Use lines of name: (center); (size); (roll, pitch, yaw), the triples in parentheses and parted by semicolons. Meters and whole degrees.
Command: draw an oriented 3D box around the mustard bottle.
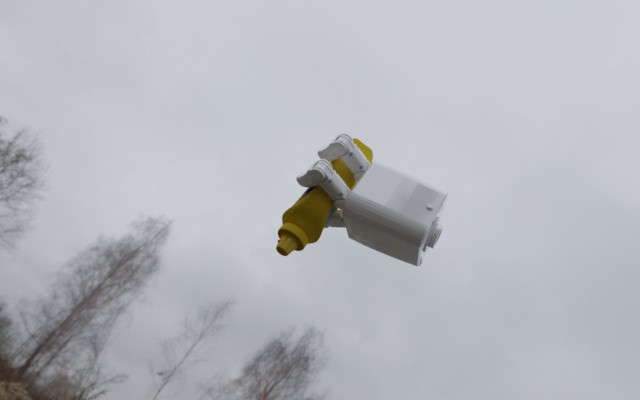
mustard bottle: (0.000, 0.002, 0.652); (0.058, 0.191, 0.096); (38, -34, -1)
